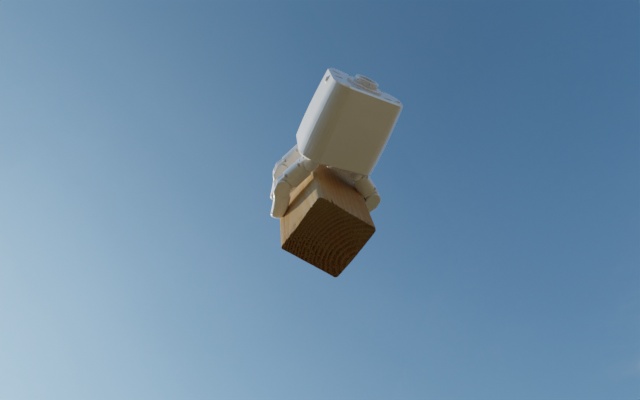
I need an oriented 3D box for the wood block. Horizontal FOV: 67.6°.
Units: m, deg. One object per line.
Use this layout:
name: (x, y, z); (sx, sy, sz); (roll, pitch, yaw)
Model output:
wood block: (0.001, 0.002, 0.685); (0.091, 0.090, 0.206); (30, 20, -19)
